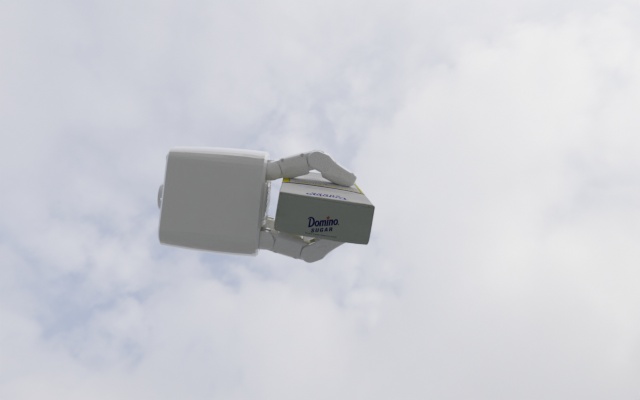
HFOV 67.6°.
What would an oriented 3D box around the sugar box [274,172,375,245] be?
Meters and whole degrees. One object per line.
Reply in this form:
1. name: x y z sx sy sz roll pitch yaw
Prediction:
1. sugar box: 0.000 0.002 0.527 0.093 0.048 0.176 9 12 -3
